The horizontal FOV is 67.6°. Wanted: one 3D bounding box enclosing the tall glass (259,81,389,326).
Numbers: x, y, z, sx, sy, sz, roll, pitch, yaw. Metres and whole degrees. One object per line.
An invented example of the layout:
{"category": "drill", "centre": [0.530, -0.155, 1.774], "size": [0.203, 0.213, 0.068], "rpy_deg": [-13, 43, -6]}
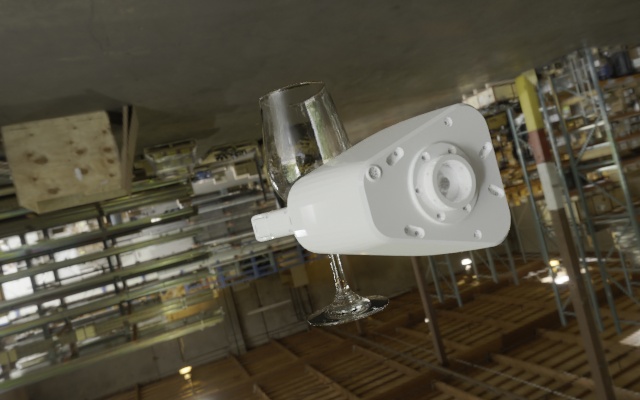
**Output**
{"category": "tall glass", "centre": [0.000, 0.002, 0.422], "size": [0.079, 0.201, 0.079], "rpy_deg": [-15, 0, 0]}
